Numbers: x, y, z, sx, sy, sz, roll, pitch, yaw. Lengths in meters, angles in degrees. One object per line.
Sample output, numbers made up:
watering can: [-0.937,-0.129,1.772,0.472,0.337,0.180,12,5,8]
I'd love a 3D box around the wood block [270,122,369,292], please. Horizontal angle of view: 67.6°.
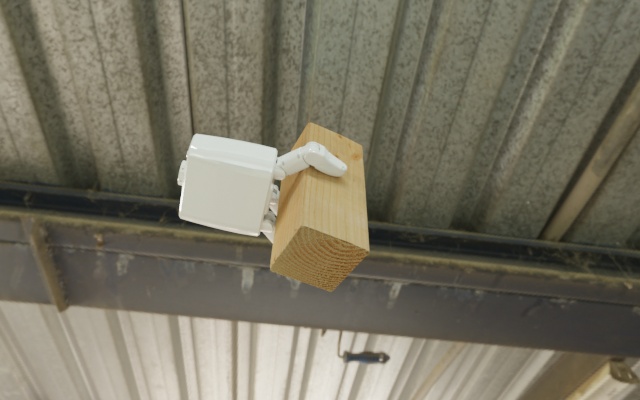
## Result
wood block: [0.000,0.002,0.631,0.090,0.206,0.091,22,-51,-18]
